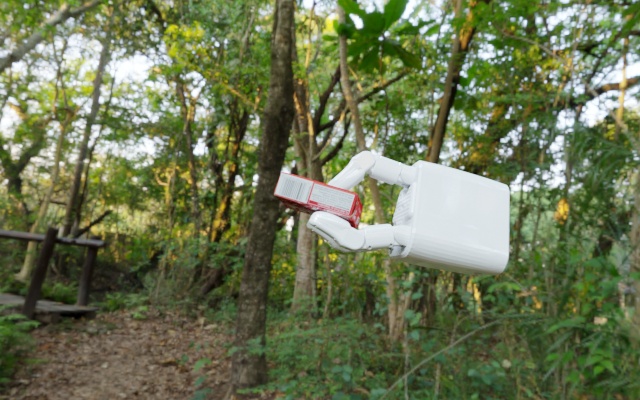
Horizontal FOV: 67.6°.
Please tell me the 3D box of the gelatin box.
[{"bbox_3d":[0.000,0.001,0.530,0.089,0.030,0.073,17,-9,11],"label":"gelatin box"}]
